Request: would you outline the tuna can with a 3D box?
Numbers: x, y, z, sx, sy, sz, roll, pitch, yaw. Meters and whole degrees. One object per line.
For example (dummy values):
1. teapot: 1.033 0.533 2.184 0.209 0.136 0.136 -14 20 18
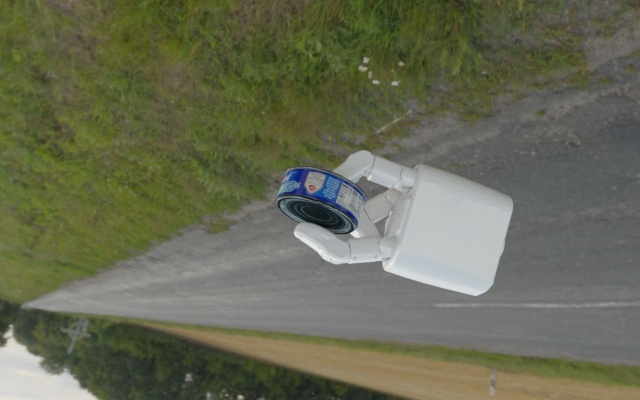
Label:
1. tuna can: 0.000 0.002 0.474 0.086 0.033 0.086 17 -21 7
